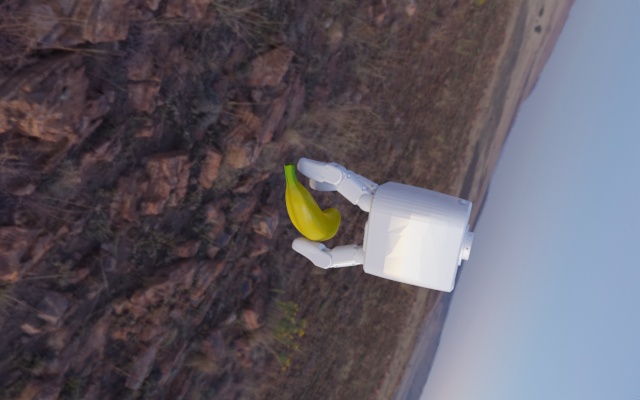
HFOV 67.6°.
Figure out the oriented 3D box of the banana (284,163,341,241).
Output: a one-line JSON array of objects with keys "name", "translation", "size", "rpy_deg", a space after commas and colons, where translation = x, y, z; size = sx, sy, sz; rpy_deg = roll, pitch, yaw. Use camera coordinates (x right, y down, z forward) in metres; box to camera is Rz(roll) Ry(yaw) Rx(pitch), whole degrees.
[{"name": "banana", "translation": [-0.004, 0.019, 0.616], "size": [0.037, 0.069, 0.198], "rpy_deg": [5, -16, 17]}]
